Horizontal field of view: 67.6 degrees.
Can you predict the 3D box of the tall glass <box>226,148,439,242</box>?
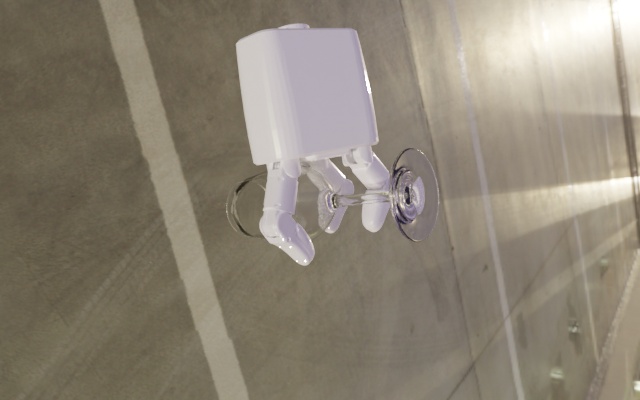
[{"bbox_3d":[0.001,0.002,0.438,0.201,0.079,0.079,-5,-3,41],"label":"tall glass"}]
